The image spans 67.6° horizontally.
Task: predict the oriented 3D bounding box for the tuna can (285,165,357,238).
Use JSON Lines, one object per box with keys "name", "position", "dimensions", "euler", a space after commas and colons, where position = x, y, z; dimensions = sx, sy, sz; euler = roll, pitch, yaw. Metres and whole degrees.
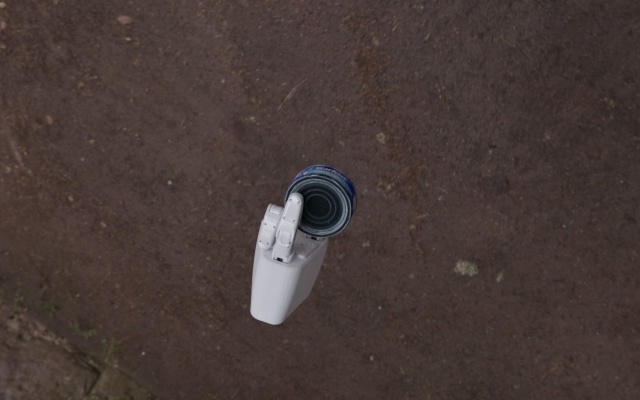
{"name": "tuna can", "position": [0.000, 0.002, 0.583], "dimensions": [0.086, 0.086, 0.033], "euler": [0, 23, 15]}
